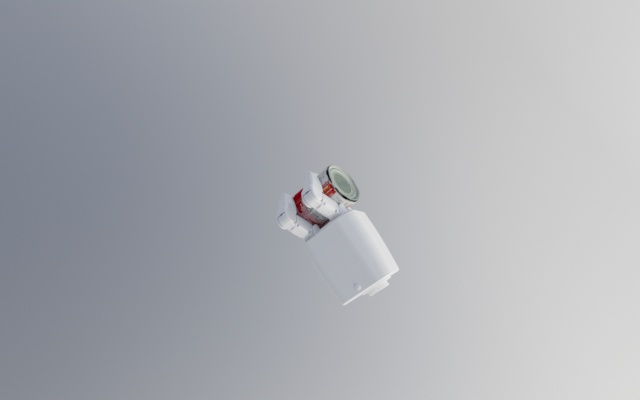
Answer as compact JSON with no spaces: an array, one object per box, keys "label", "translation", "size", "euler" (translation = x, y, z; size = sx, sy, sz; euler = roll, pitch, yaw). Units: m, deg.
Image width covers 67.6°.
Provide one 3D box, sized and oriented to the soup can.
[{"label":"soup can","translation":[0.000,0.002,0.717],"size":[0.102,0.068,0.068],"euler":[-40,-21,28]}]
